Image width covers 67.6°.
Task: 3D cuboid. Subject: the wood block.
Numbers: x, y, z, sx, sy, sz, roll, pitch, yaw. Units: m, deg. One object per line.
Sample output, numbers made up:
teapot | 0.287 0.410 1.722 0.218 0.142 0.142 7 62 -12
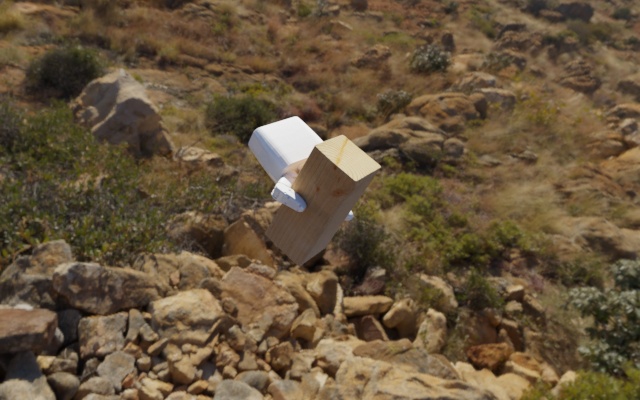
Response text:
wood block | 0.000 0.002 0.814 0.090 0.206 0.091 42 36 15
